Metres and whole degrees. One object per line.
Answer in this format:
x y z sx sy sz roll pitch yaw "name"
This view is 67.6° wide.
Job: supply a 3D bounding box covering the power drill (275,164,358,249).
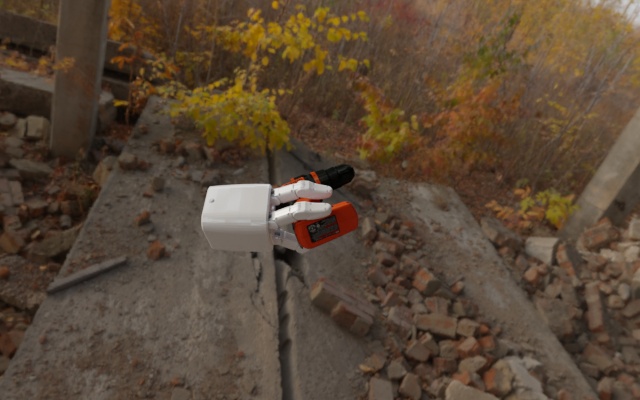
0.000 0.003 0.849 0.184 0.057 0.187 -24 26 -7 "power drill"
